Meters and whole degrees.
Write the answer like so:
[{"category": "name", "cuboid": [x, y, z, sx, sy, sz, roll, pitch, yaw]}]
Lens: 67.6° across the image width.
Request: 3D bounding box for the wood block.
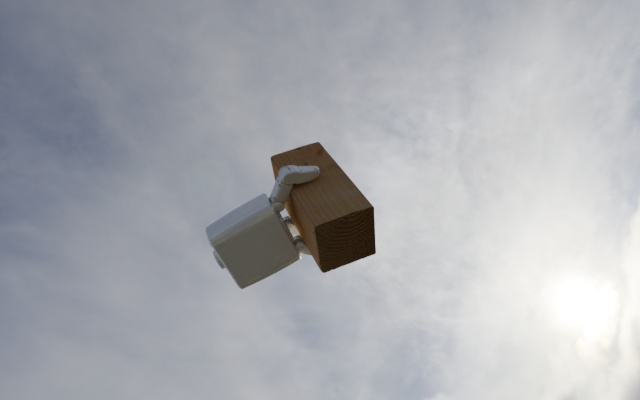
[{"category": "wood block", "cuboid": [0.000, 0.002, 0.741, 0.090, 0.091, 0.206, -18, 38, -13]}]
